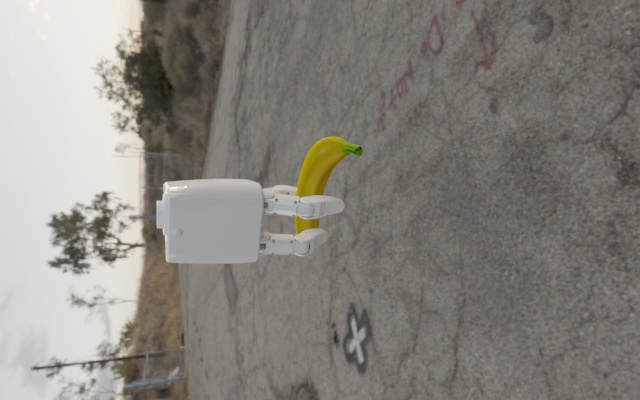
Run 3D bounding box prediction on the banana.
[{"bbox_3d":[-0.005,-0.014,0.617,0.037,0.069,0.198,-3,-41,-25],"label":"banana"}]
